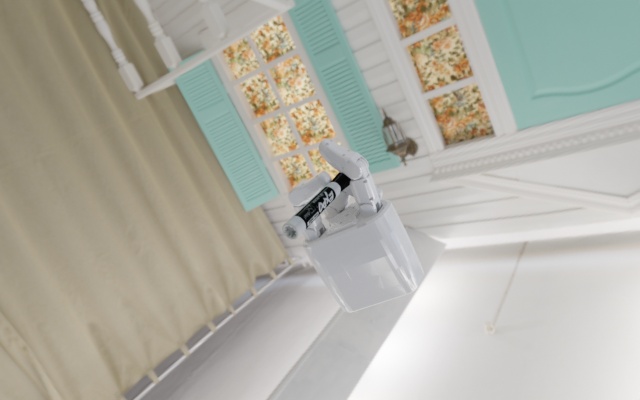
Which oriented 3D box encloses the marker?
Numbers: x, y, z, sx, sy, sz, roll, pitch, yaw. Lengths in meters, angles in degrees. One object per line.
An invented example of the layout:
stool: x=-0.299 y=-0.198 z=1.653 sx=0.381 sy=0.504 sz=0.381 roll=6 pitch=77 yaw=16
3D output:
marker: x=0.000 y=0.002 z=0.499 sx=0.020 sy=0.020 sz=0.121 roll=0 pitch=28 yaw=33
